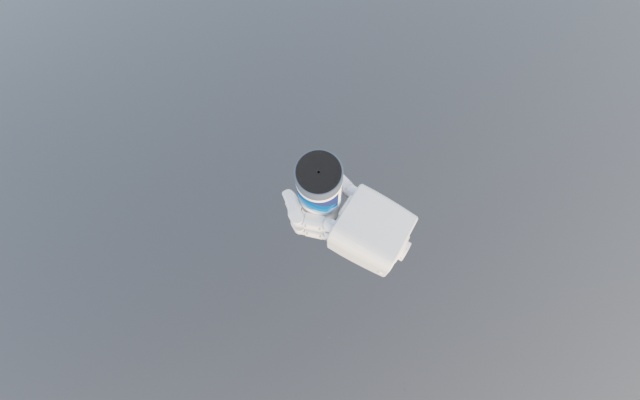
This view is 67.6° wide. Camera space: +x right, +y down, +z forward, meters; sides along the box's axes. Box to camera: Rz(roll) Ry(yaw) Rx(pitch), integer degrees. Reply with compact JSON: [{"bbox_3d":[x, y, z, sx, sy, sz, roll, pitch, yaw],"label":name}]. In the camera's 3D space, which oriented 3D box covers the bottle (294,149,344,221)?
[{"bbox_3d":[0.000,0.002,0.774,0.069,0.069,0.296,0,-16,1],"label":"bottle"}]
